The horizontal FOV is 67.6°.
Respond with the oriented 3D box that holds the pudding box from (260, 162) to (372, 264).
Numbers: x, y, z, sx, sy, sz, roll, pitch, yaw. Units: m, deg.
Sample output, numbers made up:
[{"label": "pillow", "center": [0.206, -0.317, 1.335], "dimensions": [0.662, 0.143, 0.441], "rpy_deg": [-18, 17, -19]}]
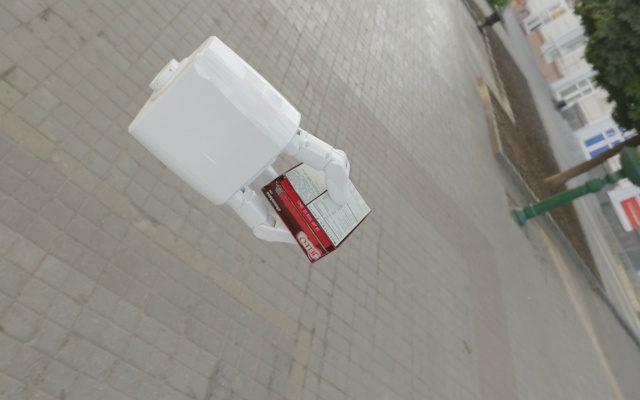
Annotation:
[{"label": "pudding box", "center": [0.000, 0.002, 0.500], "dimensions": [0.039, 0.090, 0.113], "rpy_deg": [-33, 2, 33]}]
